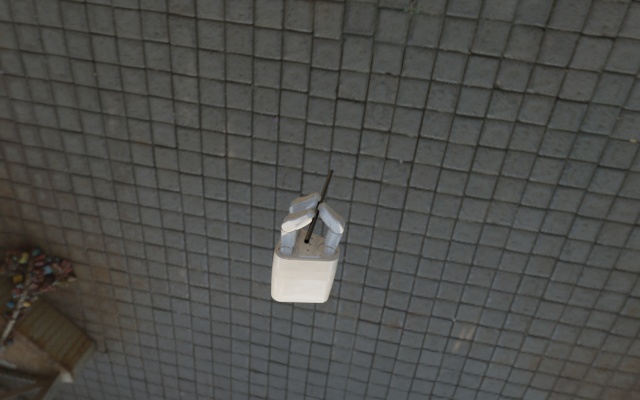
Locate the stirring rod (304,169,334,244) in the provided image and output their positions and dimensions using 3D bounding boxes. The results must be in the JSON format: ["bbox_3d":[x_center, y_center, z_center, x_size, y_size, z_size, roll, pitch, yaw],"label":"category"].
[{"bbox_3d":[0.000,0.003,0.821,0.011,0.011,0.239,0,30,12],"label":"stirring rod"}]
